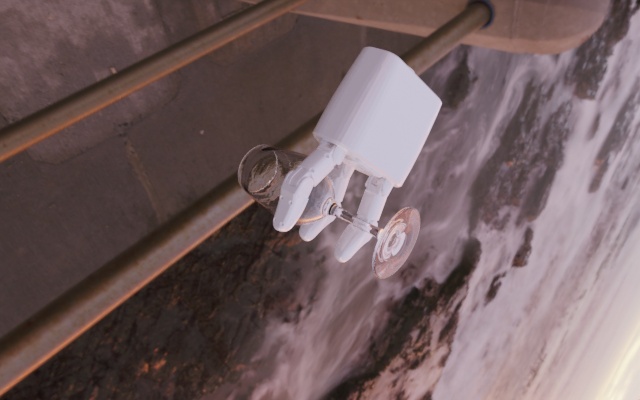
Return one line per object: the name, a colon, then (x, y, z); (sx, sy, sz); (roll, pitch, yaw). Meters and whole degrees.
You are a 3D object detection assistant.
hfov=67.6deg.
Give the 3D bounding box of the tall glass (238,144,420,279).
tall glass: (0.000, 0.002, 0.502); (0.201, 0.079, 0.079); (28, 16, 34)
